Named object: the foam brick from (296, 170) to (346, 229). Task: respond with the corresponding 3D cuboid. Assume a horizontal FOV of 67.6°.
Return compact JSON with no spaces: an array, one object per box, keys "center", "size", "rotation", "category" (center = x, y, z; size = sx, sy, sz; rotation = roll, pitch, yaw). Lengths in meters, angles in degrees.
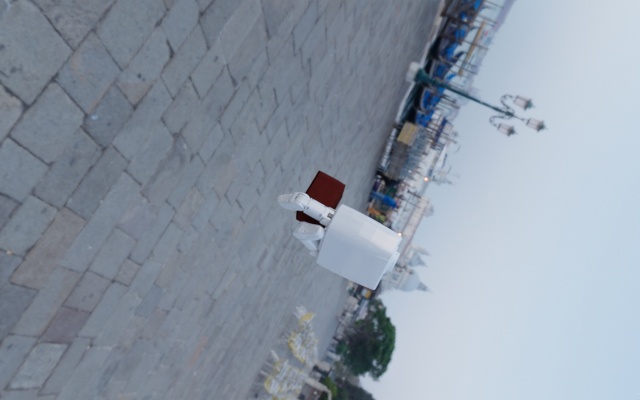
[{"center":[0.000,0.002,0.782],"size":[0.051,0.078,0.053],"rotation":[26,-25,9],"category":"foam brick"}]
